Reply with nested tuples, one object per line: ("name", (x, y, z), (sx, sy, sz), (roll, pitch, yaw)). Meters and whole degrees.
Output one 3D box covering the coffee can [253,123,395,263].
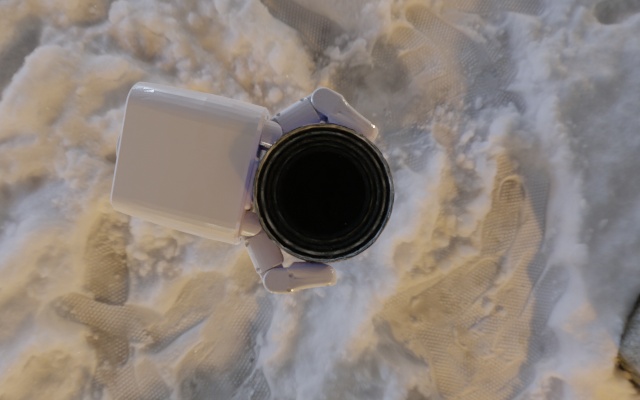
("coffee can", (0.000, 0.001, 0.411), (0.103, 0.103, 0.140), (0, -6, -2))
